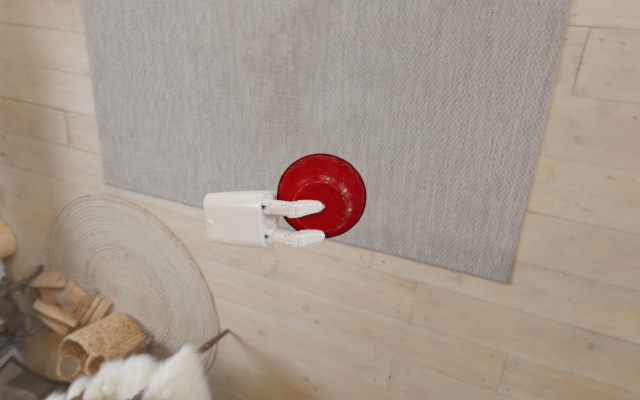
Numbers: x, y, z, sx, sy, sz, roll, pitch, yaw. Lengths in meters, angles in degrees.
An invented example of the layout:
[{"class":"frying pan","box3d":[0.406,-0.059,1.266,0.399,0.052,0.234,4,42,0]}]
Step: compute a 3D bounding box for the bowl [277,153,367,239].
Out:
[{"class":"bowl","box3d":[0.001,0.003,0.827,0.162,0.162,0.055,0,20,4]}]
